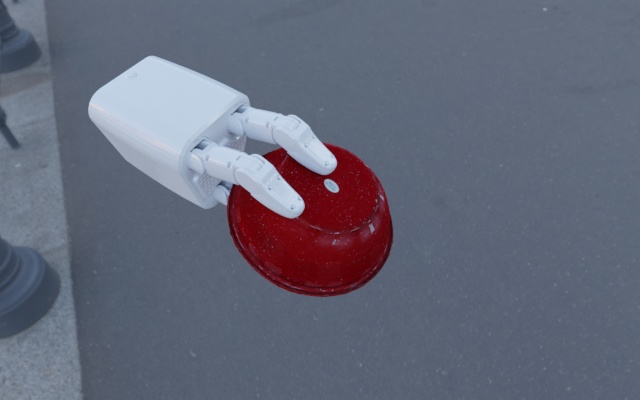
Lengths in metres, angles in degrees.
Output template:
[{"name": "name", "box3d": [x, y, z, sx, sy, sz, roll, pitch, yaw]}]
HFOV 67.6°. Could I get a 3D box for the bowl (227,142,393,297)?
[{"name": "bowl", "box3d": [0.001, 0.002, 0.430, 0.162, 0.162, 0.055, 0, -31, -19]}]
